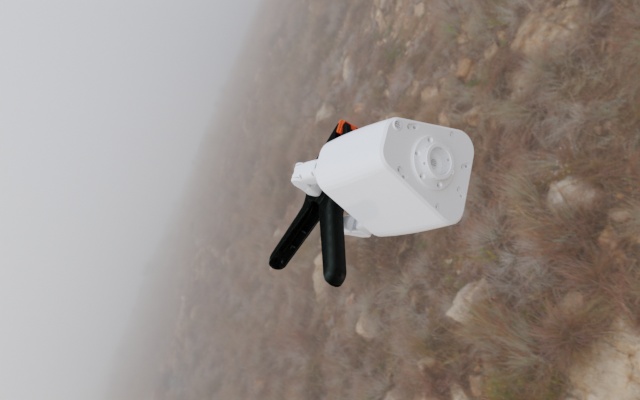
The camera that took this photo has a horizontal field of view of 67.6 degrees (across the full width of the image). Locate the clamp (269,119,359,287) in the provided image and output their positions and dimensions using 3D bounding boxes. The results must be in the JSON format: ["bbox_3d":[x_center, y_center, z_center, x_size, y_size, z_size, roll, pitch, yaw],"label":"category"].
[{"bbox_3d":[0.000,0.001,0.596,0.036,0.210,0.164,24,-19,-29],"label":"clamp"}]
